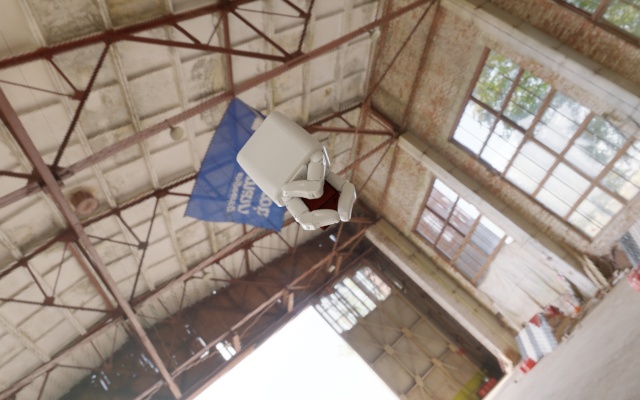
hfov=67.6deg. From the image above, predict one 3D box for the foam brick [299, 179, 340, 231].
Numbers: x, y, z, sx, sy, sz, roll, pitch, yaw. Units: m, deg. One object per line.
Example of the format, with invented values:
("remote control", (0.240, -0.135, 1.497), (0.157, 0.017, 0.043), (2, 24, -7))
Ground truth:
("foam brick", (0.000, 0.003, 0.767), (0.051, 0.053, 0.078), (42, -10, 24))
